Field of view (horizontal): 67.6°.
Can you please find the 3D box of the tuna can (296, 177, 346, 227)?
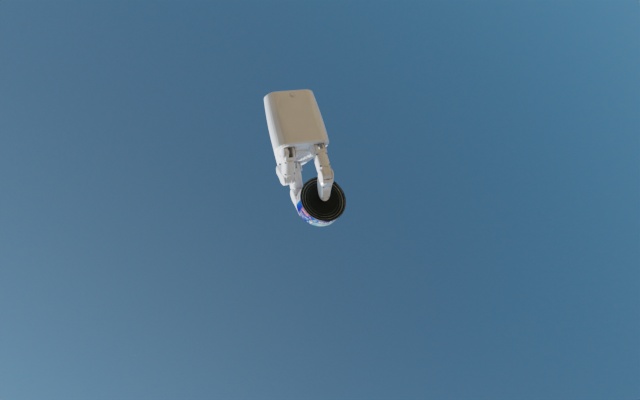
[{"bbox_3d":[0.000,0.003,0.857,0.086,0.086,0.034,0,-22,-20],"label":"tuna can"}]
